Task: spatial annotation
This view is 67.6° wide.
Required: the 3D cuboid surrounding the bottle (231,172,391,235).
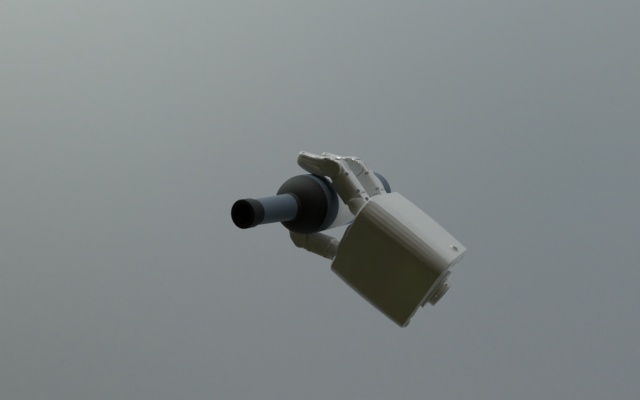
[{"bbox_3d":[0.000,0.002,0.559,0.069,0.069,0.295,0,4,29],"label":"bottle"}]
